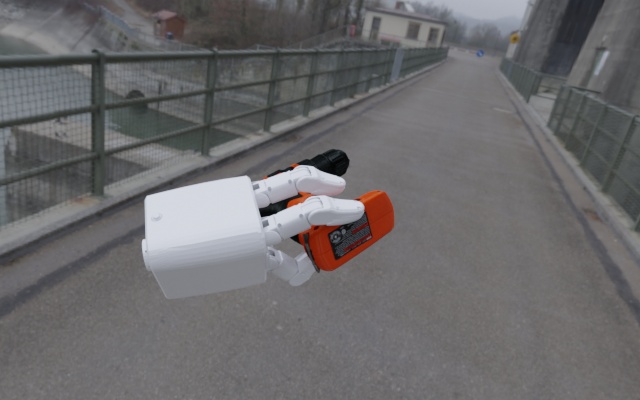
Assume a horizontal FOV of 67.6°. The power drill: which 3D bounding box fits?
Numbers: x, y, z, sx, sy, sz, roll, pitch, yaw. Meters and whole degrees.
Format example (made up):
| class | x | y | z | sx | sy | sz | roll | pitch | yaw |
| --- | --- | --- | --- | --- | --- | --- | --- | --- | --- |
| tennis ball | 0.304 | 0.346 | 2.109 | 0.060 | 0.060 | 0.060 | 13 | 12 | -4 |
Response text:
| class | x | y | z | sx | sy | sz | roll | pitch | yaw |
| --- | --- | --- | --- | --- | --- | --- | --- | --- | --- |
| power drill | 0.000 | 0.002 | 0.574 | 0.184 | 0.057 | 0.187 | -33 | 30 | -22 |
